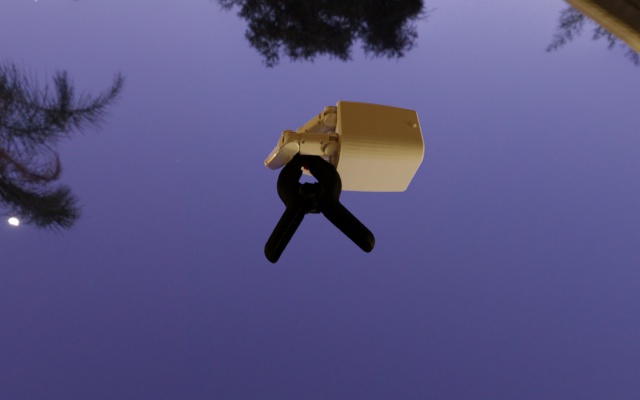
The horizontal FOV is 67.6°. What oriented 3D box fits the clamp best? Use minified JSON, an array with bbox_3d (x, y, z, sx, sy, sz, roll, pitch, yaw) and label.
[{"bbox_3d":[0.000,0.002,0.564,0.120,0.171,0.039,5,-40,-4],"label":"clamp"}]
